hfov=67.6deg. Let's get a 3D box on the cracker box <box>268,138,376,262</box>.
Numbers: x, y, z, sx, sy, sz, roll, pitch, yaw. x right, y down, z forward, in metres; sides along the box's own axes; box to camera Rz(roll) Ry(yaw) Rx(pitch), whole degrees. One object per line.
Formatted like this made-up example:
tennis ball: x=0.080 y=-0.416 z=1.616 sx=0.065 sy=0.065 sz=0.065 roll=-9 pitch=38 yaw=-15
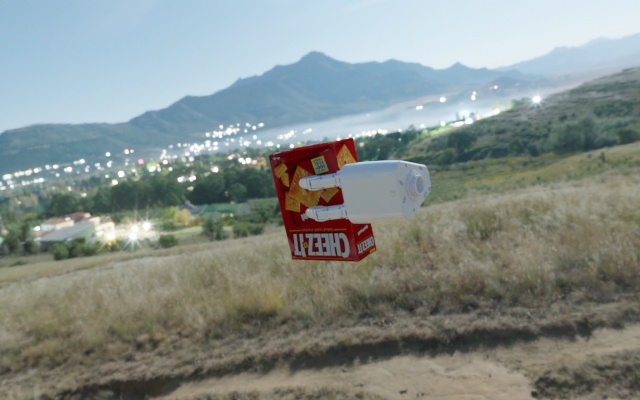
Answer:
cracker box: x=0.000 y=0.003 z=0.886 sx=0.164 sy=0.214 sz=0.072 roll=-4 pitch=12 yaw=40
